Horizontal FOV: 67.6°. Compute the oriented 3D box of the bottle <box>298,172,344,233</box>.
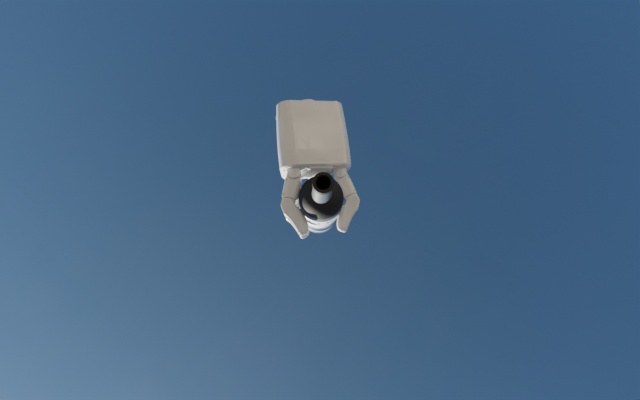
[{"bbox_3d":[0.000,0.003,0.733,0.069,0.069,0.296,0,-10,-1],"label":"bottle"}]
